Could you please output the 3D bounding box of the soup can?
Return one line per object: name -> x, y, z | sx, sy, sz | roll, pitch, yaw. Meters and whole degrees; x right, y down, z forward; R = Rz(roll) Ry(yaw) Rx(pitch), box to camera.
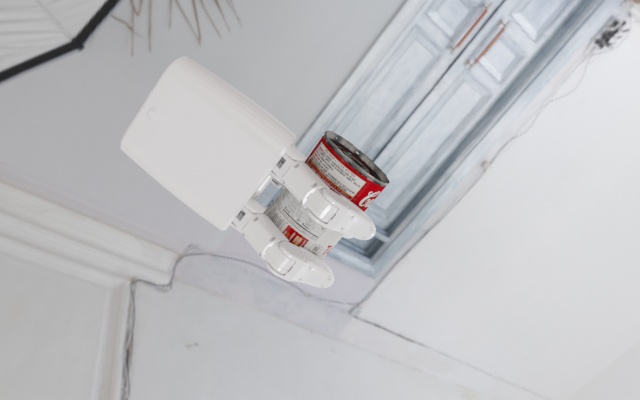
soup can -> 0.000, 0.002, 0.407 | 0.068, 0.102, 0.068 | 36, 16, -12
